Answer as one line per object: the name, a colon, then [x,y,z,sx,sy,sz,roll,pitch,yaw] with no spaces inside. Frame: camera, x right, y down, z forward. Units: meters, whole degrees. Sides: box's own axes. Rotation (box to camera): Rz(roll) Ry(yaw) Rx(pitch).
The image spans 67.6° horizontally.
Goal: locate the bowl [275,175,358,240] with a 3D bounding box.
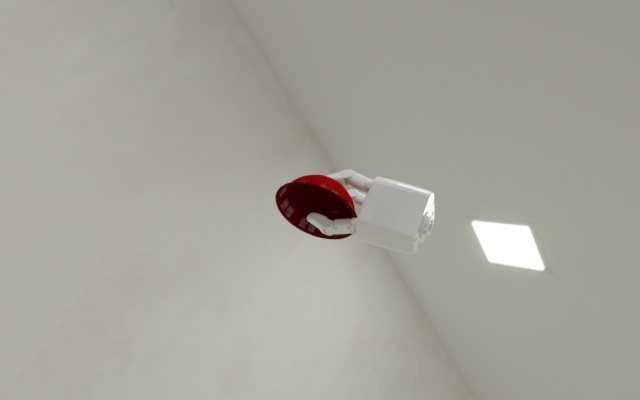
bowl: [-0.001,0.002,0.887,0.162,0.055,0.162,15,-36,12]
